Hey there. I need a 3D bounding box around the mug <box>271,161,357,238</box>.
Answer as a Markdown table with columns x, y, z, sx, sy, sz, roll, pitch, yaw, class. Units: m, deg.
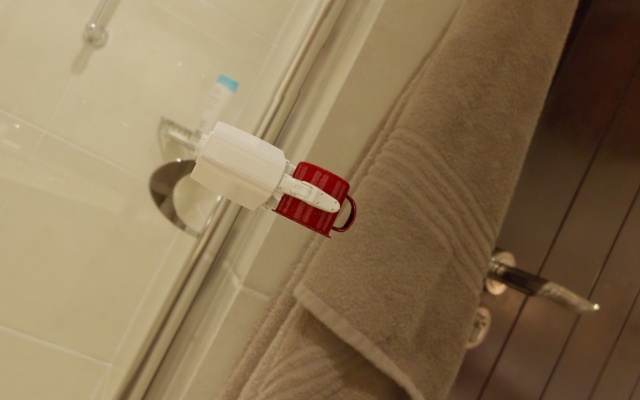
| x | y | z | sx | sy | sz | roll | pitch | yaw | class |
| --- | --- | --- | --- | --- | --- | --- | --- | --- | --- |
| 0.001 | 0.003 | 0.675 | 0.117 | 0.081 | 0.093 | 26 | -3 | -17 | mug |
